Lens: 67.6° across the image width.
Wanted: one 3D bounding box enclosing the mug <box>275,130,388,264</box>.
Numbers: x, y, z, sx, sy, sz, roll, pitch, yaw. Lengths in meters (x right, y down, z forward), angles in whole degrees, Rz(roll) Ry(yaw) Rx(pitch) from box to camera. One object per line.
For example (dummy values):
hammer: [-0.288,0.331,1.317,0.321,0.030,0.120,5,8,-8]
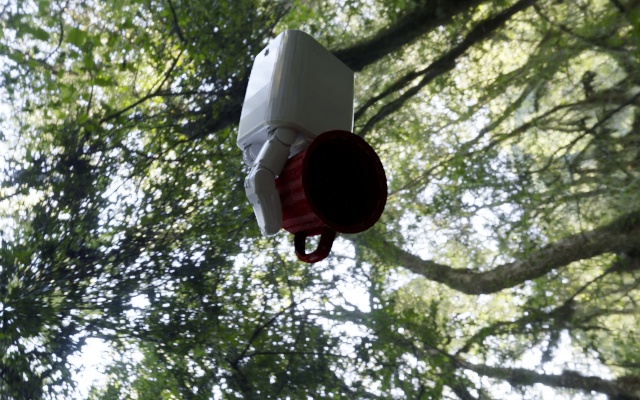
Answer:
mug: [0.000,0.003,0.444,0.093,0.117,0.081,18,-20,-29]
